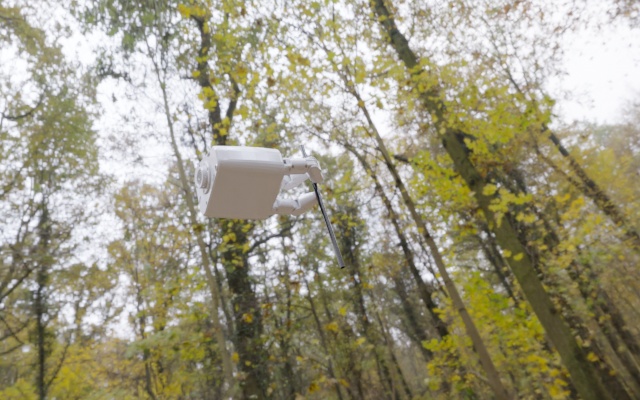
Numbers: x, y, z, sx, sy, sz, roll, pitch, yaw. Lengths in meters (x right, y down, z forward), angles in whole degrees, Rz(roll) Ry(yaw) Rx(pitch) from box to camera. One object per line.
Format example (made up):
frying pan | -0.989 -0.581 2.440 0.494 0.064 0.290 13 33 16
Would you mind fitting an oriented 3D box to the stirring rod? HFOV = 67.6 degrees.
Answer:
stirring rod | 0.000 0.003 0.779 0.011 0.239 0.011 -14 -30 -8
